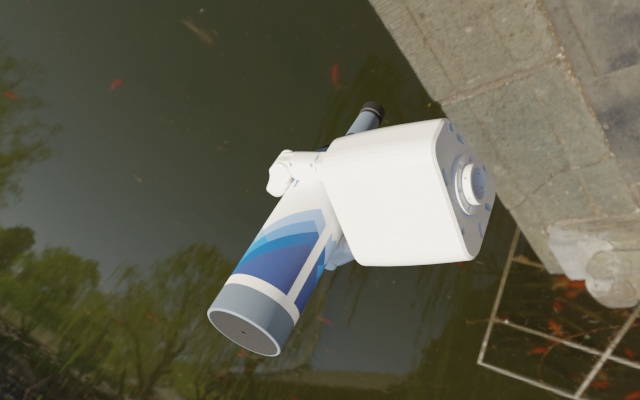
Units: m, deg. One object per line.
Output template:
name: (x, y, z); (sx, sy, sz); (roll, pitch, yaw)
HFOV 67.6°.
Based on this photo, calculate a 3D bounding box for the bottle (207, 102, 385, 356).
bottle: (0.000, 0.002, 0.462); (0.069, 0.295, 0.069); (20, -36, 15)
